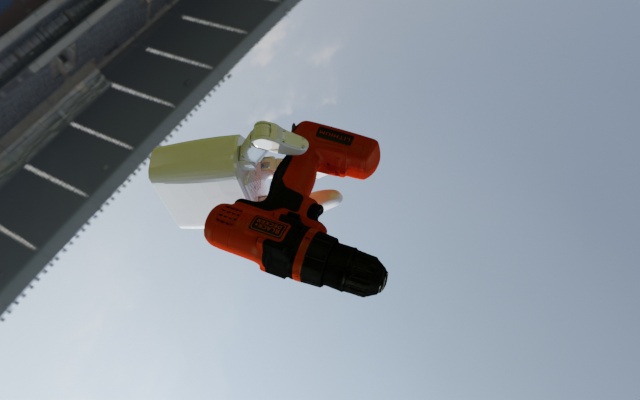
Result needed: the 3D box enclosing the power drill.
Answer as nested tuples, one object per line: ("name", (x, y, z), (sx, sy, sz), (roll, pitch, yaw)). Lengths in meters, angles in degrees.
("power drill", (0.000, 0.001, 0.497), (0.184, 0.057, 0.187), (19, 48, 13))
